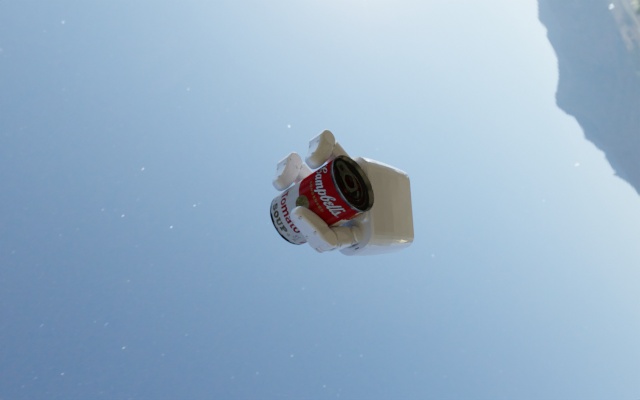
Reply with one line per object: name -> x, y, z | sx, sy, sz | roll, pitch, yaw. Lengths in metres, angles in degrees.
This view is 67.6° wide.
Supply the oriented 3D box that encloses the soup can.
soup can -> 0.000, 0.002, 0.542 | 0.102, 0.068, 0.068 | -30, -18, 34
